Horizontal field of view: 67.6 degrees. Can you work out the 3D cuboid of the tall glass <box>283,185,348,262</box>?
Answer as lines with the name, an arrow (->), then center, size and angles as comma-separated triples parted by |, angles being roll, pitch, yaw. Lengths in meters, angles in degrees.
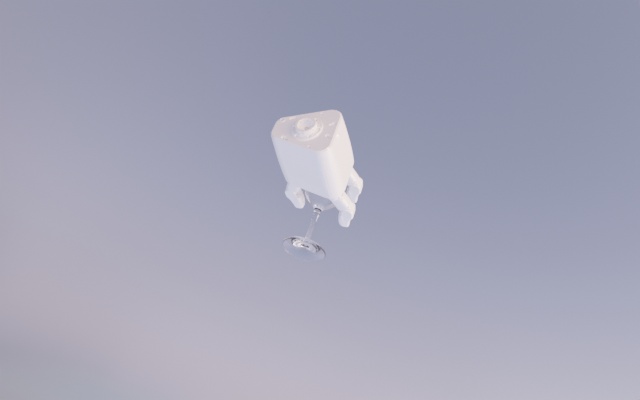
tall glass -> 0.000, 0.003, 0.841 | 0.079, 0.201, 0.079 | 13, -34, 9
